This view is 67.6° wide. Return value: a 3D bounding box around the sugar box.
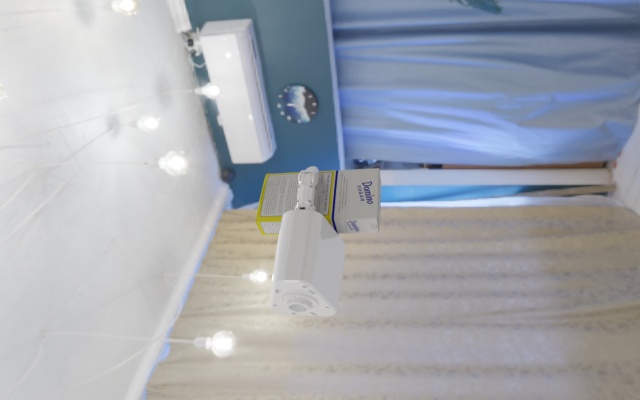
[{"bbox_3d":[0.000,0.003,0.704,0.176,0.093,0.048,0,-36,10],"label":"sugar box"}]
